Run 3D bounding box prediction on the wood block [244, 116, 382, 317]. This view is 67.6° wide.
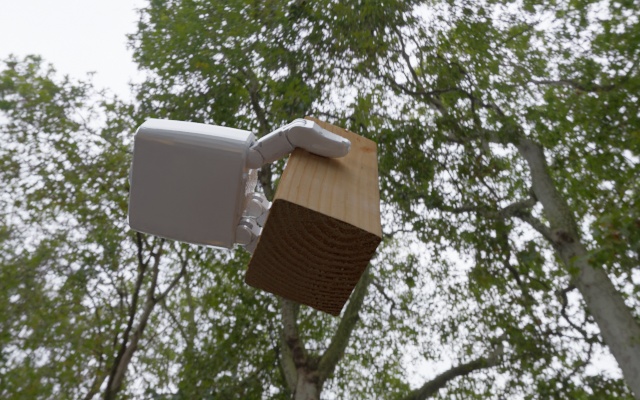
[{"bbox_3d":[0.000,0.001,0.471,0.090,0.091,0.206,21,28,-6],"label":"wood block"}]
